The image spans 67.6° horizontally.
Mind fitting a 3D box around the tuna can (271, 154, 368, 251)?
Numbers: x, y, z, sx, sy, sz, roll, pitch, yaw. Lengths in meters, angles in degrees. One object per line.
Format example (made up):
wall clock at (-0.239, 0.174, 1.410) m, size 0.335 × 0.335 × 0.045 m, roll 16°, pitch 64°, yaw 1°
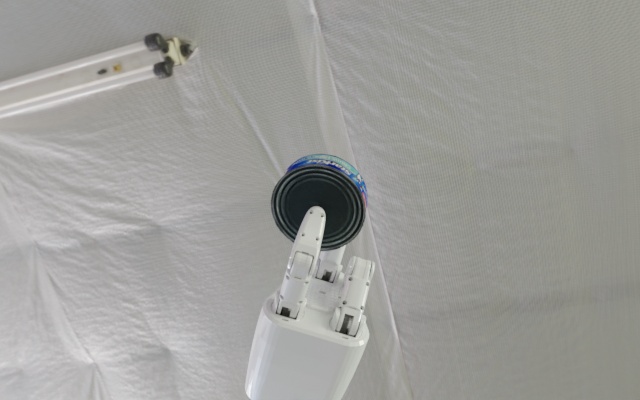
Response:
tuna can at (0.000, 0.001, 0.437) m, size 0.086 × 0.086 × 0.033 m, roll 0°, pitch 26°, yaw 11°
